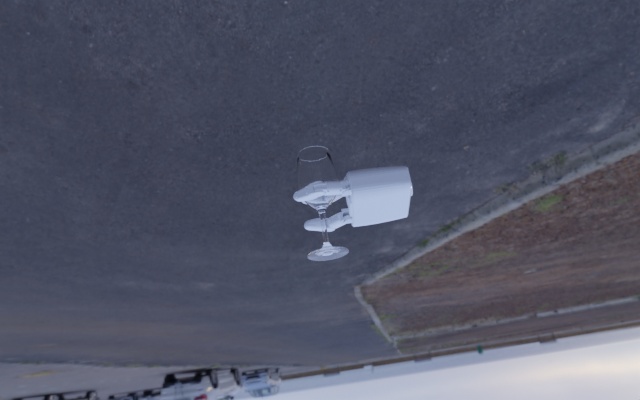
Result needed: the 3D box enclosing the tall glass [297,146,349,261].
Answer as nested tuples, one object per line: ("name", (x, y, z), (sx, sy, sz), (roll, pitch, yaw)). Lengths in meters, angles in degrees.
("tall glass", (0.000, 0.003, 0.869), (0.079, 0.201, 0.079), (-8, -22, -3))
